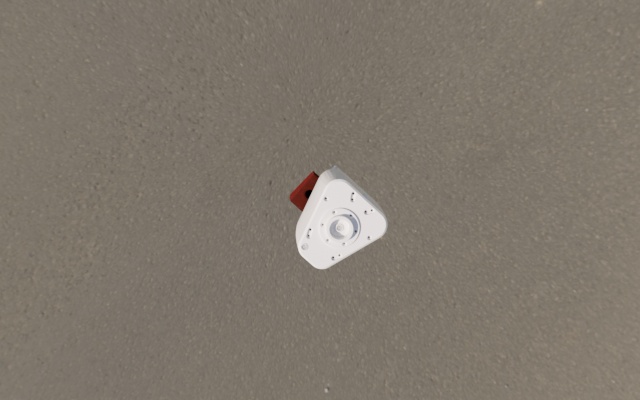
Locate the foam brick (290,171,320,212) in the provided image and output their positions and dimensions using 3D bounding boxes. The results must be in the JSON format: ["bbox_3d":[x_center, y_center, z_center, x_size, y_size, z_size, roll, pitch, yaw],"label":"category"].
[{"bbox_3d":[0.000,0.002,0.696,0.078,0.053,0.051,42,5,-7],"label":"foam brick"}]
